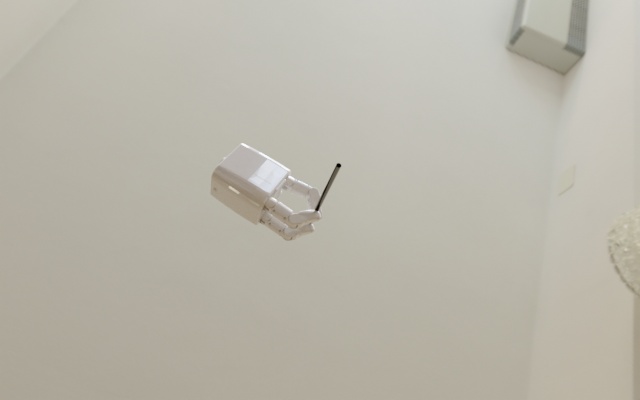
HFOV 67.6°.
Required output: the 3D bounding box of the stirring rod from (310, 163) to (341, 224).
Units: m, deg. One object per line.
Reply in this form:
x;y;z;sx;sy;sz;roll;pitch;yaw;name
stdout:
0.000;0.003;0.804;0.011;0.011;0.240;0;-27;-14;stirring rod
